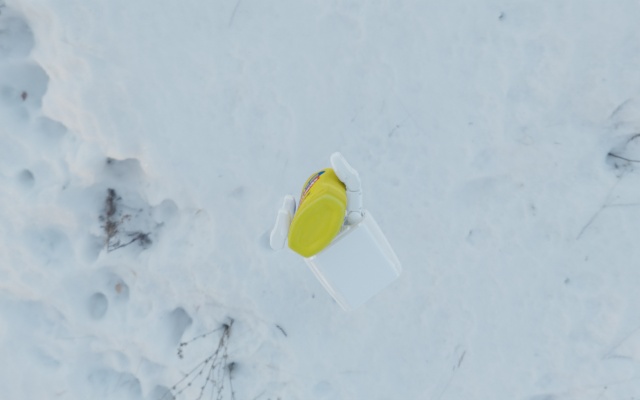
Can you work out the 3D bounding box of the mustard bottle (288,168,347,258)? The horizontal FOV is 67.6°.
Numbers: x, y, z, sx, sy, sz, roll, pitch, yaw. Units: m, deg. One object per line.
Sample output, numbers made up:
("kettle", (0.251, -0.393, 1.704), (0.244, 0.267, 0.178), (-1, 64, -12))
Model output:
("mustard bottle", (0.000, 0.002, 0.691), (0.058, 0.096, 0.191), (31, 19, -7))
